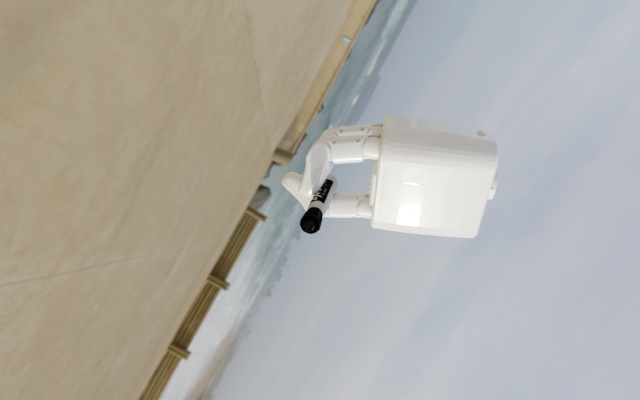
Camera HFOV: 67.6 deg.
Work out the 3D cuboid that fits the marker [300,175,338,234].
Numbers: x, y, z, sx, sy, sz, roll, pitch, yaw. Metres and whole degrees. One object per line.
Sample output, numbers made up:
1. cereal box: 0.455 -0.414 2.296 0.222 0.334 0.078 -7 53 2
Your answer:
1. marker: 0.000 0.002 0.465 0.020 0.020 0.121 0 20 10
